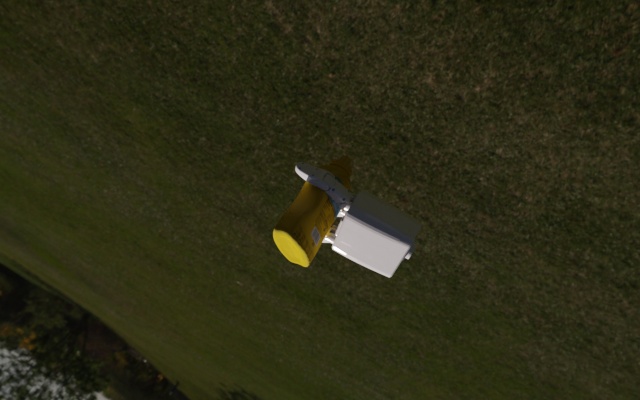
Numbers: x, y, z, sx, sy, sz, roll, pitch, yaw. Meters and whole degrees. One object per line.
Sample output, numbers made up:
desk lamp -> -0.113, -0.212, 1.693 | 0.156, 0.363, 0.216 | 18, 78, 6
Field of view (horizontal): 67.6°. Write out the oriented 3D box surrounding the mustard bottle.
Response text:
mustard bottle -> 0.000, 0.003, 0.750 | 0.058, 0.191, 0.096 | 15, -32, 29
